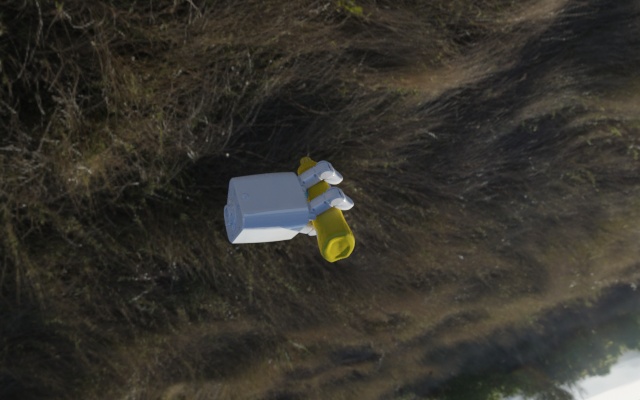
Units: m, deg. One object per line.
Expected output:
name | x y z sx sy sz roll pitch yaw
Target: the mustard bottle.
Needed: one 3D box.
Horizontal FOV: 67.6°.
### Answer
mustard bottle | 0.001 0.003 0.817 0.058 0.191 0.096 -18 -31 -4
